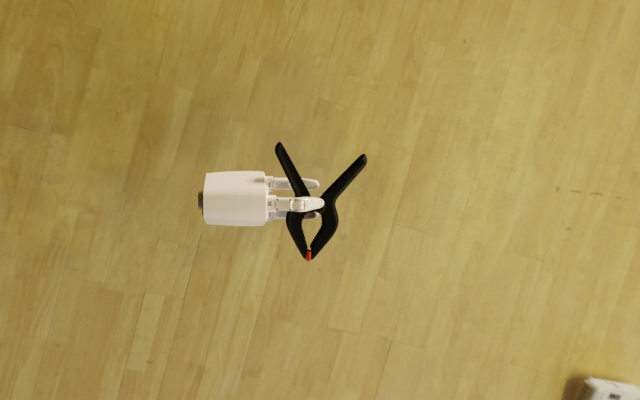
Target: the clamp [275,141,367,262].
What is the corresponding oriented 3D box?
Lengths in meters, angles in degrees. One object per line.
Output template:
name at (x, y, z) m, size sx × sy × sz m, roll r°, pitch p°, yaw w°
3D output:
clamp at (0.000, 0.003, 0.848) m, size 0.164 × 0.210 × 0.036 m, roll 0°, pitch 7°, yaw -9°
